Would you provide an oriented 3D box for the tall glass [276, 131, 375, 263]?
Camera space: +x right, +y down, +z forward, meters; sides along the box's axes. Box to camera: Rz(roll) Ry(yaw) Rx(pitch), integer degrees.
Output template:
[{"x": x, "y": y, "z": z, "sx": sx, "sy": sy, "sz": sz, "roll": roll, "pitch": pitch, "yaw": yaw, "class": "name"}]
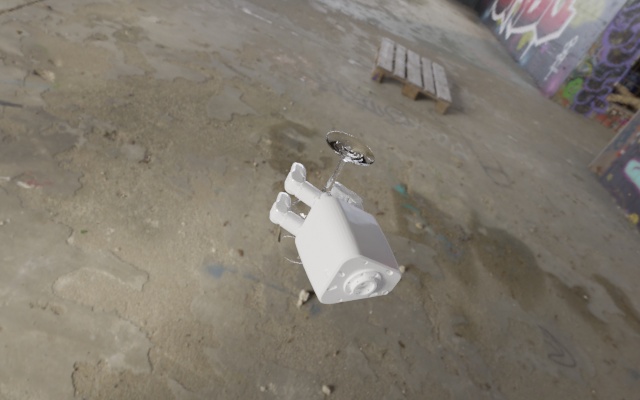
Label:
[{"x": 0.000, "y": 0.002, "z": 0.699, "sx": 0.079, "sy": 0.201, "sz": 0.079, "roll": 20, "pitch": 33, "yaw": -14, "class": "tall glass"}]
